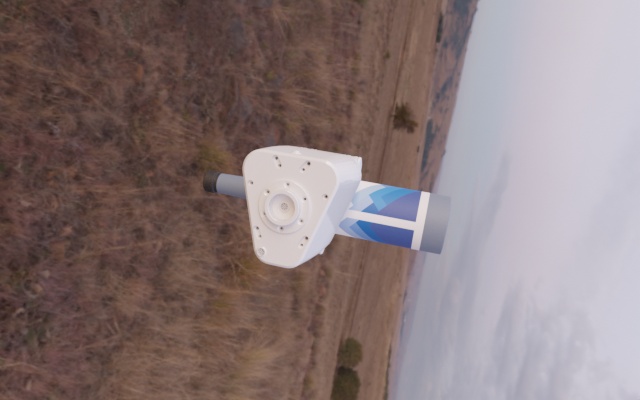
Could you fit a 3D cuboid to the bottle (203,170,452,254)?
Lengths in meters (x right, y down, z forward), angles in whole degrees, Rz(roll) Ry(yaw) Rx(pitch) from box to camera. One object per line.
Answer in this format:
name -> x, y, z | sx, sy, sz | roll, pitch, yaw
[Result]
bottle -> 0.000, 0.002, 0.569 | 0.295, 0.069, 0.069 | 11, 2, 12
